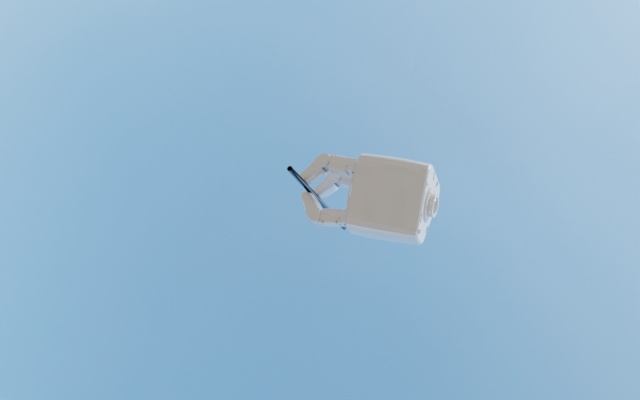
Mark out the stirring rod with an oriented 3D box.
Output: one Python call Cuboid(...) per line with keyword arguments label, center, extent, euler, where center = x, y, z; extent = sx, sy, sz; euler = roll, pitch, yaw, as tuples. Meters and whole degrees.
Cuboid(label="stirring rod", center=(0.000, 0.003, 0.769), extent=(0.011, 0.011, 0.240), euler=(0, -23, 23))
